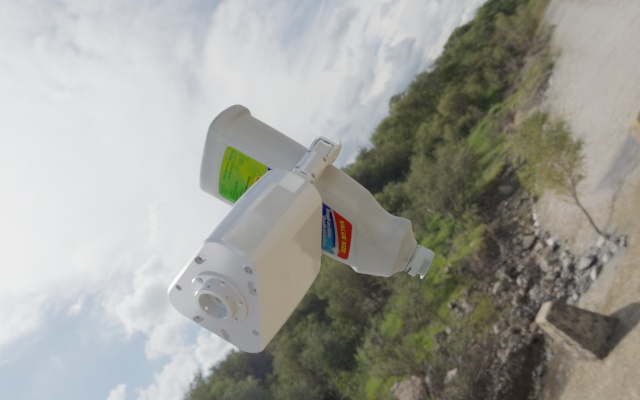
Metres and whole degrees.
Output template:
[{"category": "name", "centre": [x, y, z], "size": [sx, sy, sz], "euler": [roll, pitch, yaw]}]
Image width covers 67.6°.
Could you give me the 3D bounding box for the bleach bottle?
[{"category": "bleach bottle", "centre": [0.000, 0.002, 0.488], "size": [0.251, 0.103, 0.068], "euler": [28, 38, 8]}]
